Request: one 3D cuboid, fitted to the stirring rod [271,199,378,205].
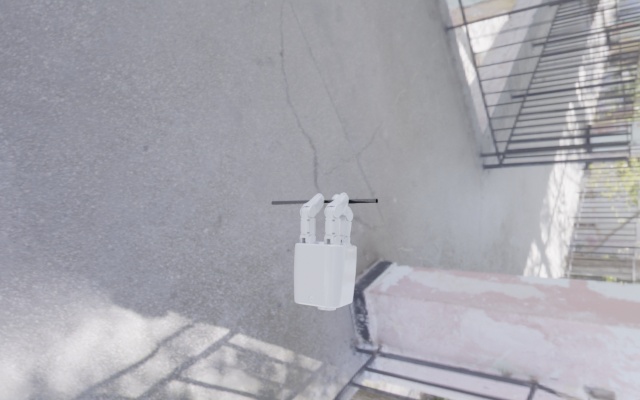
[{"bbox_3d":[0.000,0.003,0.886,0.239,0.011,0.011,-1,-1,37],"label":"stirring rod"}]
